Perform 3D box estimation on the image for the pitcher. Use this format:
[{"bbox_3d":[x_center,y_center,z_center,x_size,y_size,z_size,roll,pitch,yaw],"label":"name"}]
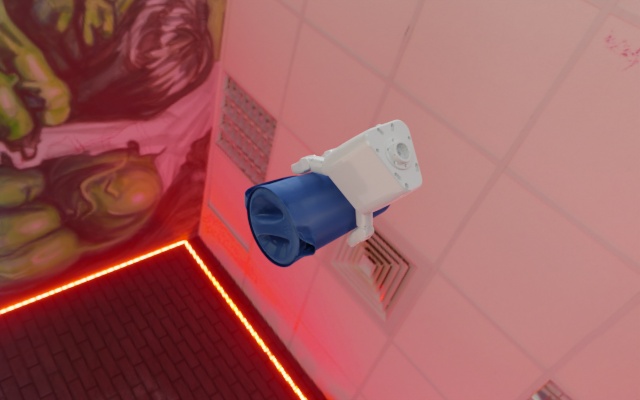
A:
[{"bbox_3d":[0.000,0.003,0.813,0.243,0.149,0.145,-22,-5,-37],"label":"pitcher"}]
